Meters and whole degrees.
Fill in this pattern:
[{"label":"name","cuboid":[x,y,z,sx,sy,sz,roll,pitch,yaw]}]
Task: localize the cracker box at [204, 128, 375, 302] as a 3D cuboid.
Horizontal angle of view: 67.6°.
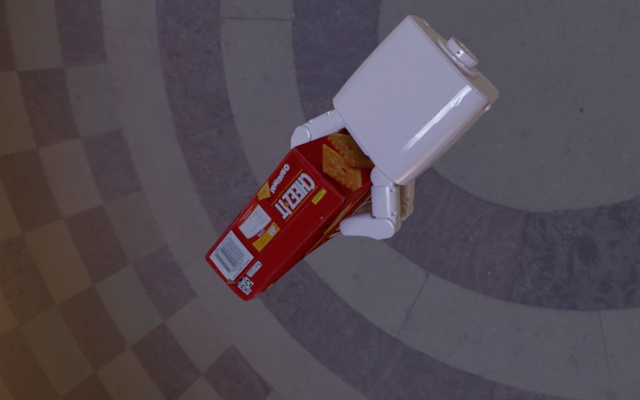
[{"label":"cracker box","cuboid":[0.000,0.002,0.515,0.164,0.072,0.213,-48,-9,30]}]
